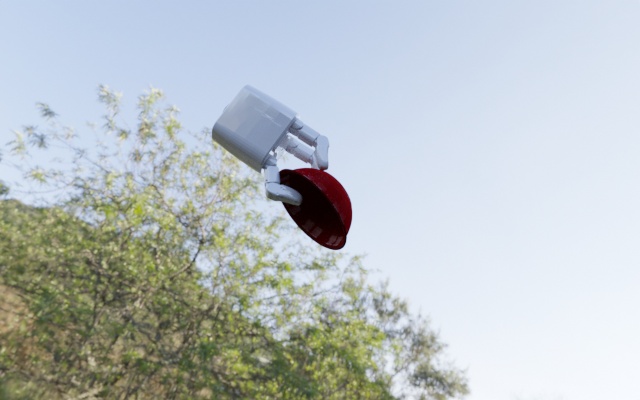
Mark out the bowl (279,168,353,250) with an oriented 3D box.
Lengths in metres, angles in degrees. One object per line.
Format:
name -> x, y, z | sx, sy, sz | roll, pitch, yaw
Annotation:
bowl -> 0.001, 0.003, 0.785 | 0.055, 0.162, 0.162 | -39, 19, -26
